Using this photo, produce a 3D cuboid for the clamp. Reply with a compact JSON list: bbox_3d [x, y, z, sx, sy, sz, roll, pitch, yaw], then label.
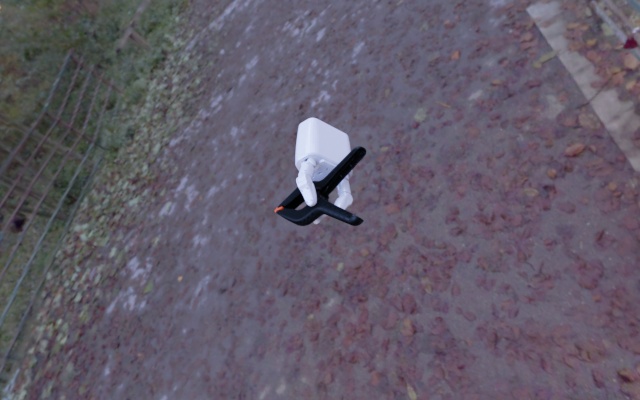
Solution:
[{"bbox_3d":[-0.001,0.003,0.888,0.210,0.164,0.036,-26,-45,29],"label":"clamp"}]
